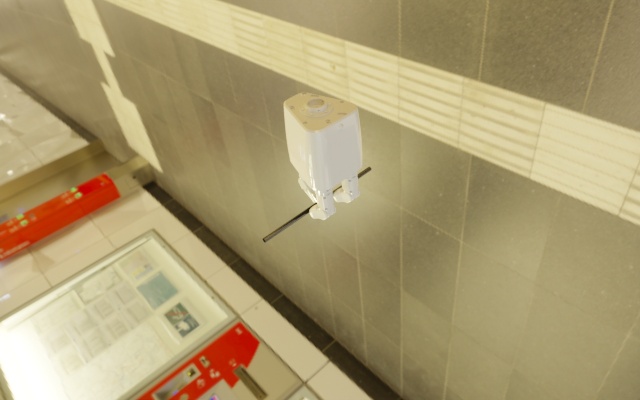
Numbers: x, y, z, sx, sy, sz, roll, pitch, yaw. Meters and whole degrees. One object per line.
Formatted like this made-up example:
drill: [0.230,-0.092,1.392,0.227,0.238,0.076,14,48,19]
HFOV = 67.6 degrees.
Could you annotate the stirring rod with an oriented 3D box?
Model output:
stirring rod: [0.000,0.003,0.802,0.239,0.011,0.011,-34,17,-27]
